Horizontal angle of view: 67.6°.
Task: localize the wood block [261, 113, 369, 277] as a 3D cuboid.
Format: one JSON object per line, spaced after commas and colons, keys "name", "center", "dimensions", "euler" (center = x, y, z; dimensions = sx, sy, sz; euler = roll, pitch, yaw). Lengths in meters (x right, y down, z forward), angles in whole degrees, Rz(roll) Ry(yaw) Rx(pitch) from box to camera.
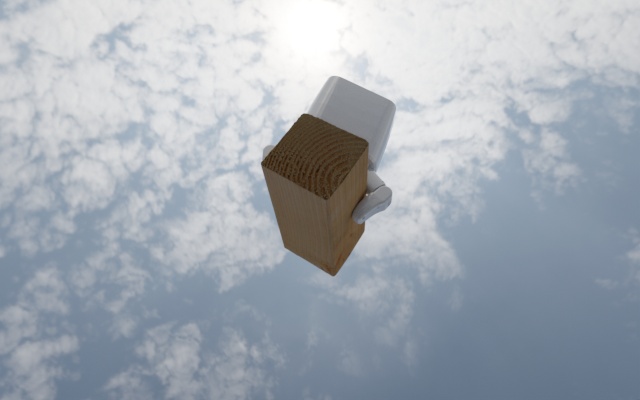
{"name": "wood block", "center": [0.001, 0.002, 0.605], "dimensions": [0.091, 0.090, 0.206], "euler": [28, -25, 19]}
